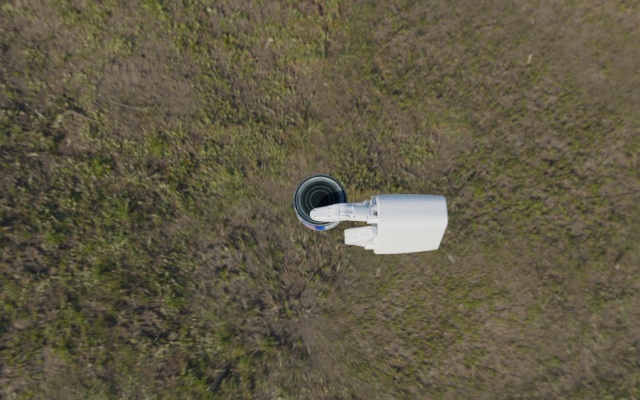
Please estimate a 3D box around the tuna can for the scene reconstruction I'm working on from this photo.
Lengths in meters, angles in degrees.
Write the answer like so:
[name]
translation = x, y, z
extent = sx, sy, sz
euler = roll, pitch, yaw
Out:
[tuna can]
translation = 0.000, 0.002, 0.752
extent = 0.086, 0.086, 0.034
euler = 0, -13, 4
